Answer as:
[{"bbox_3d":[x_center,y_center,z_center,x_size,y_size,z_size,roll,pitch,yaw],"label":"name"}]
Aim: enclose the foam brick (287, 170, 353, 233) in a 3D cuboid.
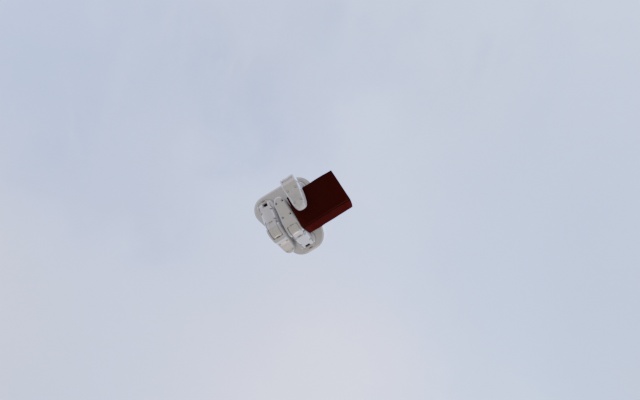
[{"bbox_3d":[0.000,0.002,0.690,0.078,0.053,0.051,-31,-16,3],"label":"foam brick"}]
